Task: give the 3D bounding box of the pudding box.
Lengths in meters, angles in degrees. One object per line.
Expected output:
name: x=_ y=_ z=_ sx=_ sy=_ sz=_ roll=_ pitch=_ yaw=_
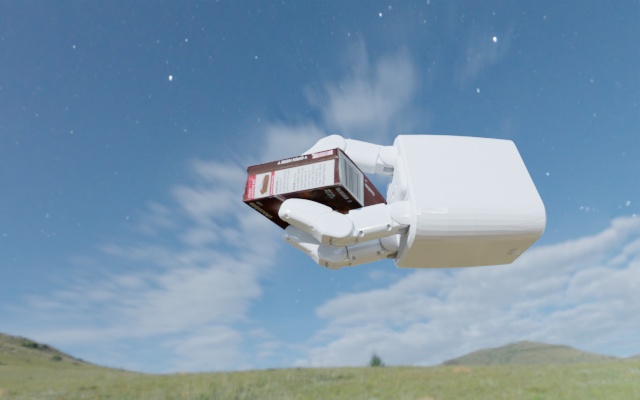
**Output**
pudding box: x=0.000 y=0.001 z=0.423 sx=0.090 sy=0.039 sz=0.113 roll=-10 pitch=-30 yaw=24
